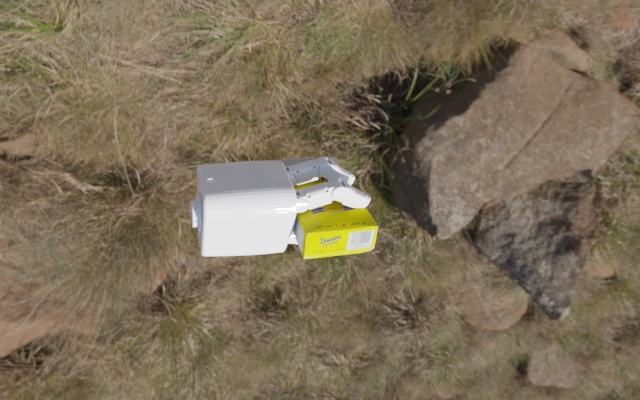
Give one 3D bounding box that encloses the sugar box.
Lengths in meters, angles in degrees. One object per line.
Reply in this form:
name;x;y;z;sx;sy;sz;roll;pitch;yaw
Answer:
sugar box;0.000;0.002;0.633;0.093;0.048;0.176;-4;37;-18
